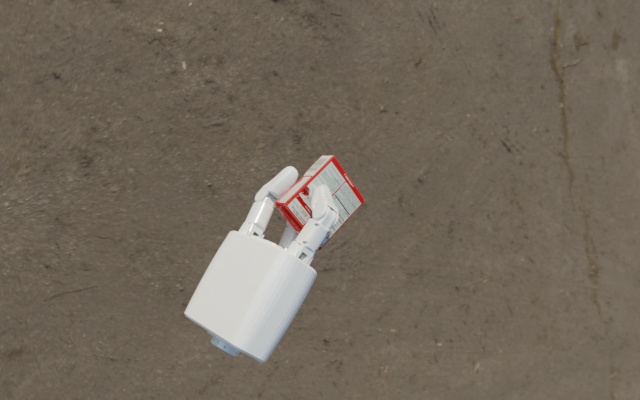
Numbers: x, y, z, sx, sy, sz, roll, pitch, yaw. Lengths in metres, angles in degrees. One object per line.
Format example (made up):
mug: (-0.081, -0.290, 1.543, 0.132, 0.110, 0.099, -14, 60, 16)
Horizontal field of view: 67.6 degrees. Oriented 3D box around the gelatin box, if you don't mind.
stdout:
gelatin box: (0.001, 0.002, 0.565, 0.089, 0.073, 0.030, -46, 26, -19)
